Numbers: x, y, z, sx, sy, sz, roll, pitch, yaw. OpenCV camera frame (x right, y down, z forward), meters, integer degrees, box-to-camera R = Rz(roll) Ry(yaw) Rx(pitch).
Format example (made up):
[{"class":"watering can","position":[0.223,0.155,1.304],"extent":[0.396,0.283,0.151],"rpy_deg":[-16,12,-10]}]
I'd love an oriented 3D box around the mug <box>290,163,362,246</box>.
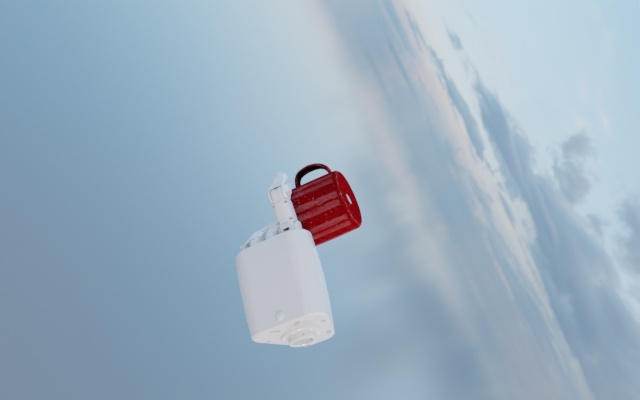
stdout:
[{"class":"mug","position":[0.000,0.001,0.635],"extent":[0.081,0.117,0.093],"rpy_deg":[-24,-31,15]}]
